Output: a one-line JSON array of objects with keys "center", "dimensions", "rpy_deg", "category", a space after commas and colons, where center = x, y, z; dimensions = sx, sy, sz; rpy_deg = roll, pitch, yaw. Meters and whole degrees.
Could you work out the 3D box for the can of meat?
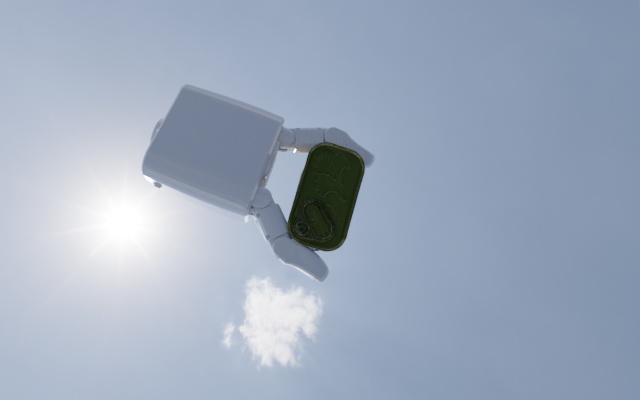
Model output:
[{"center": [0.000, 0.002, 0.490], "dimensions": [0.057, 0.102, 0.084], "rpy_deg": [17, -10, -6], "category": "can of meat"}]
